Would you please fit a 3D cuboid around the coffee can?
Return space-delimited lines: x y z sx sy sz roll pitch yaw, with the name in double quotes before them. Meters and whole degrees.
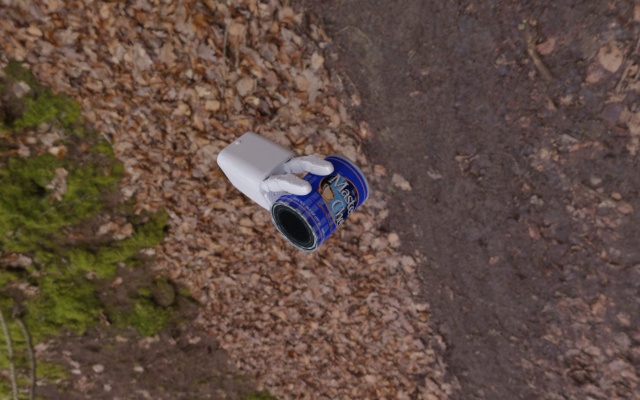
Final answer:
"coffee can" 0.000 0.003 0.794 0.140 0.103 0.103 -43 25 -31
